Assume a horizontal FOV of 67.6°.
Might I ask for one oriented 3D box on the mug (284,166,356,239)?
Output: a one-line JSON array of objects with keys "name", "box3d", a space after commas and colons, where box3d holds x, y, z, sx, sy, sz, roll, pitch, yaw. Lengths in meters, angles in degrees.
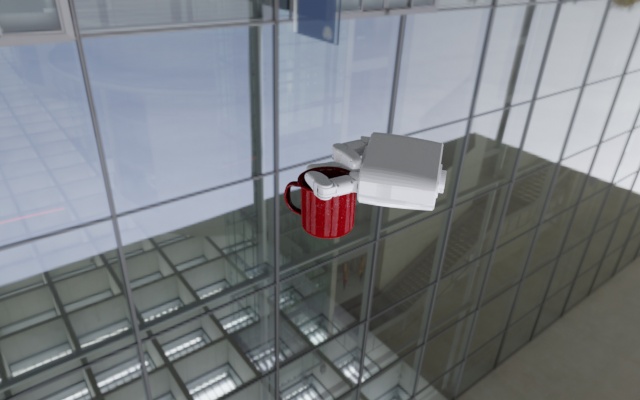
[{"name": "mug", "box3d": [-0.001, 0.002, 0.726, 0.117, 0.081, 0.093, 8, 30, 13]}]
